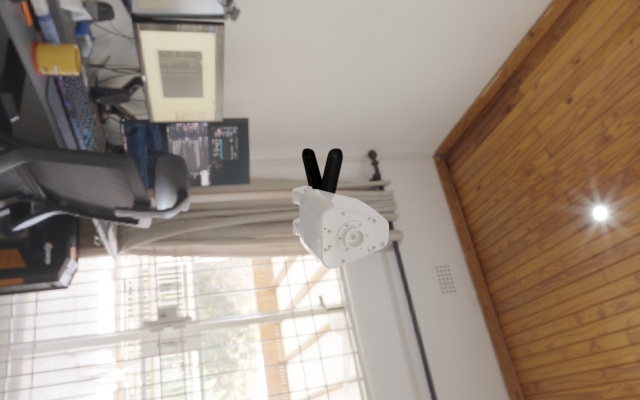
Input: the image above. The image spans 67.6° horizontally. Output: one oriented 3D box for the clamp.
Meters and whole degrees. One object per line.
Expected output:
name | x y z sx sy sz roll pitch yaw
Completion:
clamp | 0.001 0.003 0.851 0.036 0.210 0.164 -4 14 -18
